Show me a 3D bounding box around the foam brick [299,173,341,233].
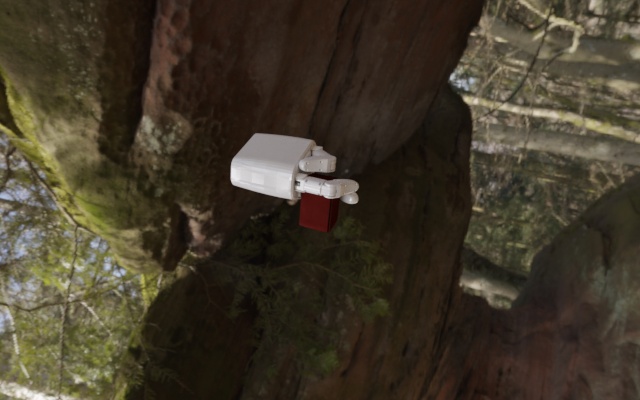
[{"bbox_3d":[0.000,0.003,0.765,0.051,0.078,0.053,11,22,14],"label":"foam brick"}]
